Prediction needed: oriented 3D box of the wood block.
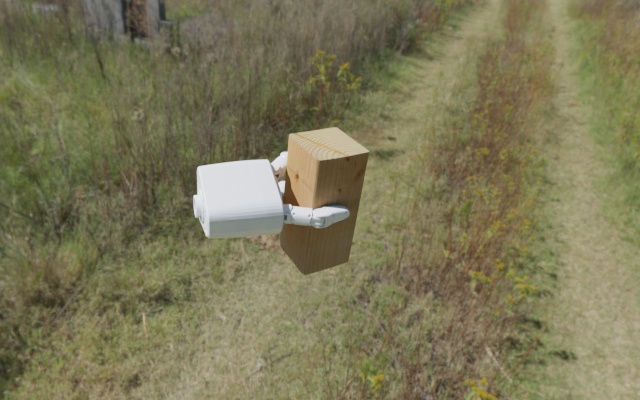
[{"bbox_3d":[0.000,0.003,0.750,0.090,0.206,0.090,-13,38,-29],"label":"wood block"}]
